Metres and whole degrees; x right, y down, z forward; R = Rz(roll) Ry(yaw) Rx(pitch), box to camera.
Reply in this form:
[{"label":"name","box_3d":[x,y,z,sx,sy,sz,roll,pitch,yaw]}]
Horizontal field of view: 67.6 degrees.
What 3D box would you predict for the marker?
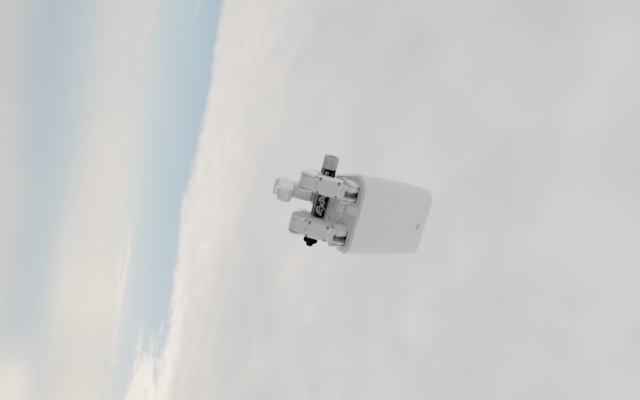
[{"label":"marker","box_3d":[0.000,0.002,0.605,0.020,0.121,0.020,14,15,-4]}]
